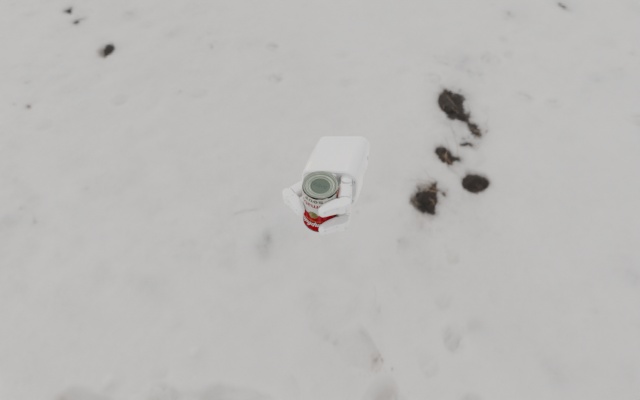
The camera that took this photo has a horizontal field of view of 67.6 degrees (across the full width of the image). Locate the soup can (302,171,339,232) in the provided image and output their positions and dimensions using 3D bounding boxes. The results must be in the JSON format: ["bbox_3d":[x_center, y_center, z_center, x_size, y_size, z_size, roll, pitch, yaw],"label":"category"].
[{"bbox_3d":[0.000,0.003,0.887,0.068,0.068,0.102,0,-39,0],"label":"soup can"}]
